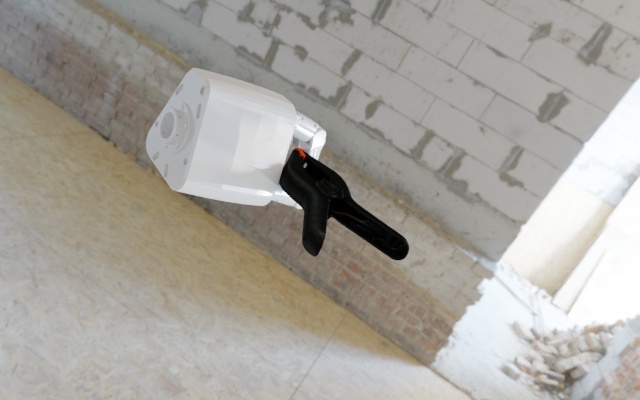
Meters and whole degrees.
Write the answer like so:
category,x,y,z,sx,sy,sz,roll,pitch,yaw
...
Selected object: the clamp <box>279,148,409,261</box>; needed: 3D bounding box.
category,x,y,z,sx,sy,sz,roll,pitch,yaw
clamp,0.000,0.001,0.477,0.120,0.039,0.171,9,28,-47
